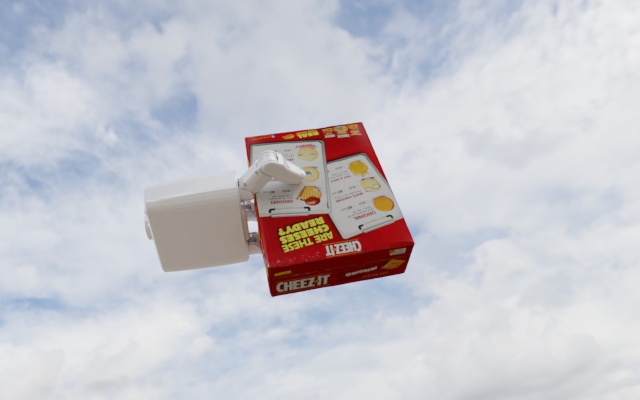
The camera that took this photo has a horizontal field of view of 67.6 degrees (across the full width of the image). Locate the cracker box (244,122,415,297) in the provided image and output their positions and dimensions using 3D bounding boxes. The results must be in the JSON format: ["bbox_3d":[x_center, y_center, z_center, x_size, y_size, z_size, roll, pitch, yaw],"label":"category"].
[{"bbox_3d":[0.000,0.002,0.594,0.164,0.213,0.072,-9,-41,-9],"label":"cracker box"}]
